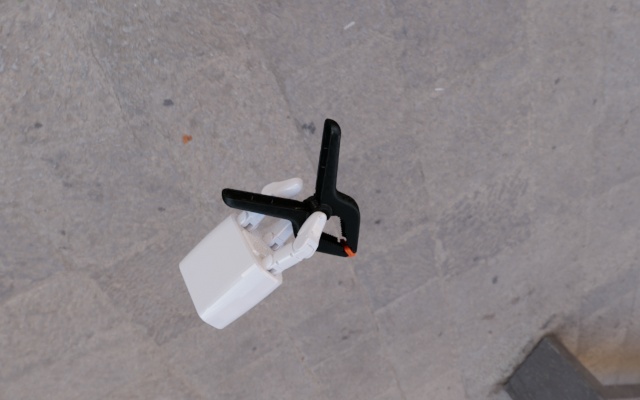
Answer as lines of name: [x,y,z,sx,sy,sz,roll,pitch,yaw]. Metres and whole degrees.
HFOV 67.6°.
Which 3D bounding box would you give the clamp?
clamp: [0.000,0.003,0.619,0.210,0.164,0.036,44,13,-38]
